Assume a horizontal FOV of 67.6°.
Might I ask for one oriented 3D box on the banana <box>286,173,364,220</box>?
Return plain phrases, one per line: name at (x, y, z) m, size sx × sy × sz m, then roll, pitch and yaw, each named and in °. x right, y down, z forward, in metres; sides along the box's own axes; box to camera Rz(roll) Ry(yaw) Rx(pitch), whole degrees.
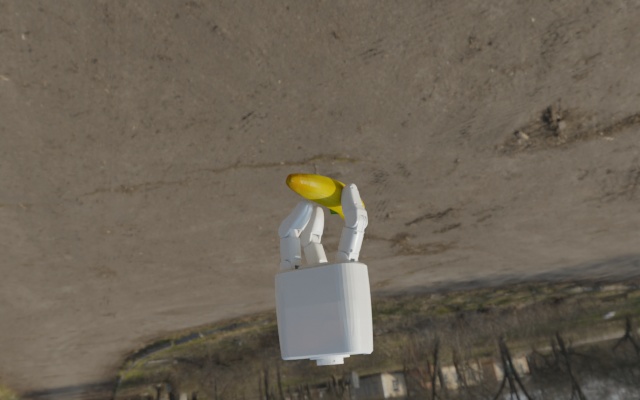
banana at (0.019, 0.001, 0.651) m, size 0.069 × 0.037 × 0.198 m, roll -5°, pitch -16°, yaw 17°
